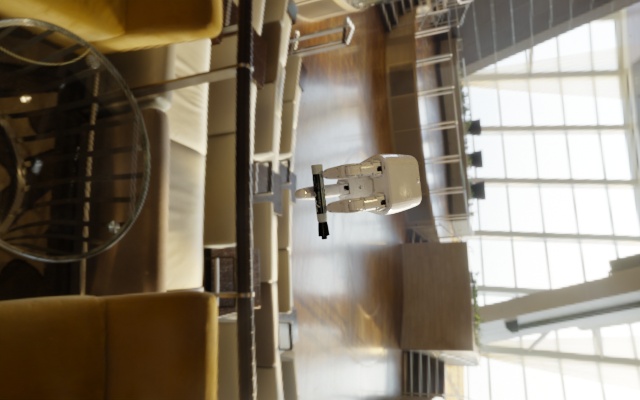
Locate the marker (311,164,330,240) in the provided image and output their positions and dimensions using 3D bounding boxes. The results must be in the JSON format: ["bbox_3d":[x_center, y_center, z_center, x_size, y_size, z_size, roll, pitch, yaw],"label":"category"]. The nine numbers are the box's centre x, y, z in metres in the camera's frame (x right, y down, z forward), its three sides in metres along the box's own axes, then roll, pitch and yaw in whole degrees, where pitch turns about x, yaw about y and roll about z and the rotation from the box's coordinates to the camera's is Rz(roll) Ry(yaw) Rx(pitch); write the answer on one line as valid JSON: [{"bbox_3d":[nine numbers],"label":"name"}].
[{"bbox_3d":[0.000,0.003,0.768,0.020,0.121,0.020,-6,2,0],"label":"marker"}]
